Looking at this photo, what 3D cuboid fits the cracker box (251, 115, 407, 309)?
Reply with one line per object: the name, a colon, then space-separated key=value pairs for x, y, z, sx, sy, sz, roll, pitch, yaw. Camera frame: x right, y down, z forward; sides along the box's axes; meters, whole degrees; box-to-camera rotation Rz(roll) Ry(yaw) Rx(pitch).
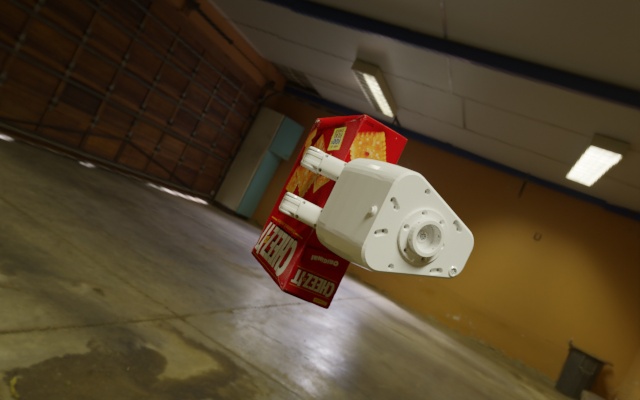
cracker box: x=0.000 y=0.002 z=0.598 sx=0.072 sy=0.213 sz=0.164 roll=27 pitch=-1 yaw=-21
